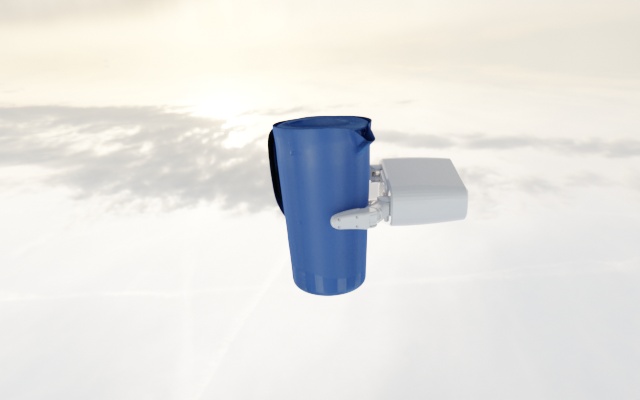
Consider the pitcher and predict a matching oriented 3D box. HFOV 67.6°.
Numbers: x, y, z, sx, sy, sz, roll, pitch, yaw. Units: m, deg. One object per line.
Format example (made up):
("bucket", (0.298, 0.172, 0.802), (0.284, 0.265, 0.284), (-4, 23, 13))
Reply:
("pitcher", (0.000, 0.002, 0.674), (0.145, 0.243, 0.149), (-3, 17, -2))
